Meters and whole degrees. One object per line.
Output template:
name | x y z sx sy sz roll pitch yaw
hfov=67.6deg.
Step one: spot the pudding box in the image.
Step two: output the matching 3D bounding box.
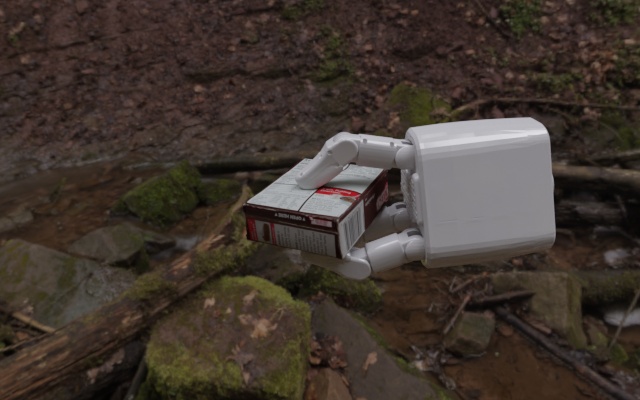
pudding box | 0.000 0.001 0.419 0.090 0.039 0.113 8 27 25
